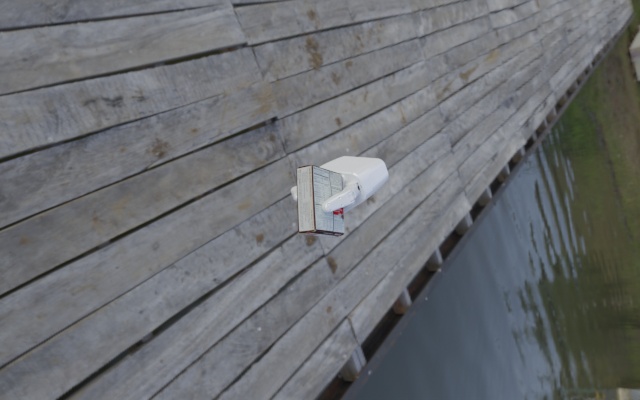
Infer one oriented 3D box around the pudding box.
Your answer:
[{"bbox_3d":[0.000,0.003,0.803,0.039,0.113,0.090,-12,-14,35],"label":"pudding box"}]
